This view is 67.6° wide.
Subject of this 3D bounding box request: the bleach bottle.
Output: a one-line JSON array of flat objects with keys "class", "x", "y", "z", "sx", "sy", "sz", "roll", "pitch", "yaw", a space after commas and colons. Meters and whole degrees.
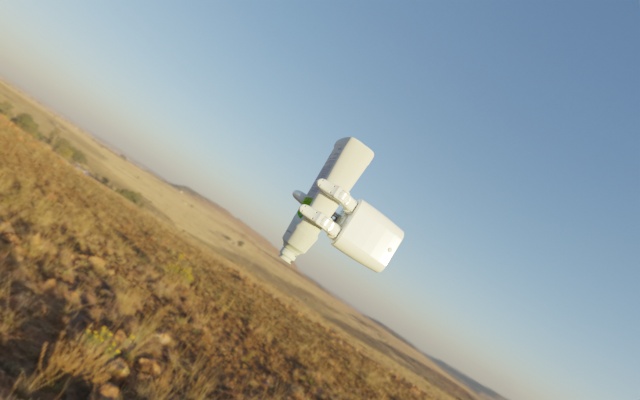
[{"class": "bleach bottle", "x": 0.000, "y": 0.003, "z": 0.883, "sx": 0.068, "sy": 0.251, "sz": 0.102, "roll": 35, "pitch": -8, "yaw": -12}]
